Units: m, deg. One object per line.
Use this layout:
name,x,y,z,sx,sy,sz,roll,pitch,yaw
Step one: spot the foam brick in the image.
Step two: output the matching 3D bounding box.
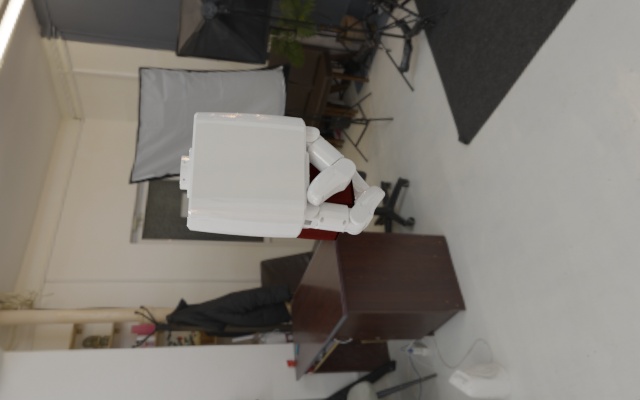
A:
foam brick,0.000,0.002,0.513,0.051,0.053,0.078,3,-34,-14
